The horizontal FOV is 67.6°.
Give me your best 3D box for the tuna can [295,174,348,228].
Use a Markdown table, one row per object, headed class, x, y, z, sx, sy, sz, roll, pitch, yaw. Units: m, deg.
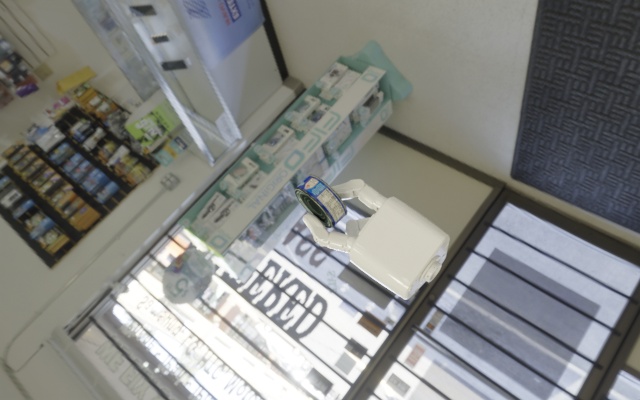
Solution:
| class | x | y | z | sx | sy | sz | roll | pitch | yaw |
| --- | --- | --- | --- | --- | --- | --- | --- | --- | --- |
| tuna can | 0.000 | 0.003 | 0.743 | 0.033 | 0.086 | 0.086 | -44 | 14 | -15 |
